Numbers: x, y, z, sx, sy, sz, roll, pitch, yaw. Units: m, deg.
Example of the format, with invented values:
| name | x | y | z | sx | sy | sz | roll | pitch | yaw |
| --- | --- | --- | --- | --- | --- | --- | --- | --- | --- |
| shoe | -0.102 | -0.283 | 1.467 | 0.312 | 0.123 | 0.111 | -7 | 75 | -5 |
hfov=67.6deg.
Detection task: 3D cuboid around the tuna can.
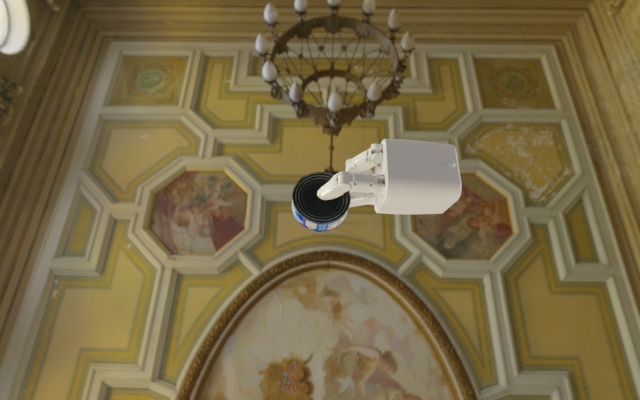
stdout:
| name | x | y | z | sx | sy | sz | roll | pitch | yaw |
| --- | --- | --- | --- | --- | --- | --- | --- | --- | --- |
| tuna can | 0.000 | 0.003 | 0.707 | 0.086 | 0.086 | 0.034 | 0 | -29 | -6 |
